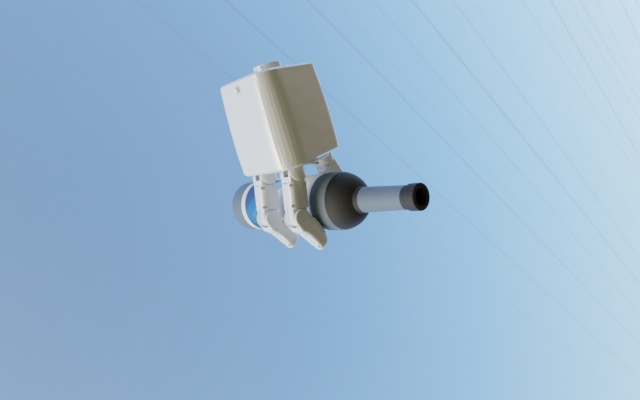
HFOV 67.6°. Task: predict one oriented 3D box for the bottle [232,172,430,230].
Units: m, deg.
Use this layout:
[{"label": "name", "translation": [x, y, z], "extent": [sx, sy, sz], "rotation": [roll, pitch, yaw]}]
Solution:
[{"label": "bottle", "translation": [0.000, 0.002, 0.567], "extent": [0.069, 0.069, 0.296], "rotation": [0, -2, -41]}]
